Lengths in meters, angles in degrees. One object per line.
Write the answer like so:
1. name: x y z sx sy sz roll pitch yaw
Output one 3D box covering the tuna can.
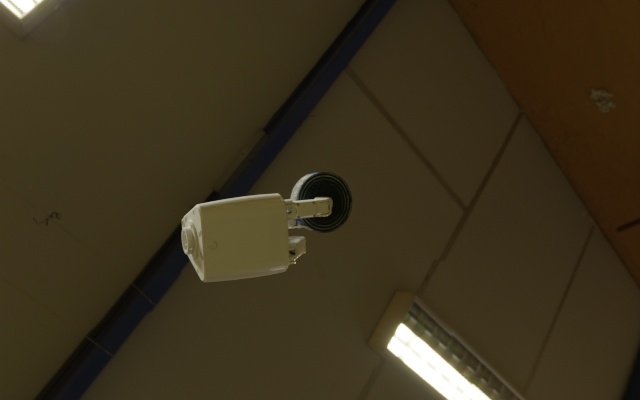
1. tuna can: 0.000 0.002 0.681 0.086 0.086 0.034 0 2 -26
